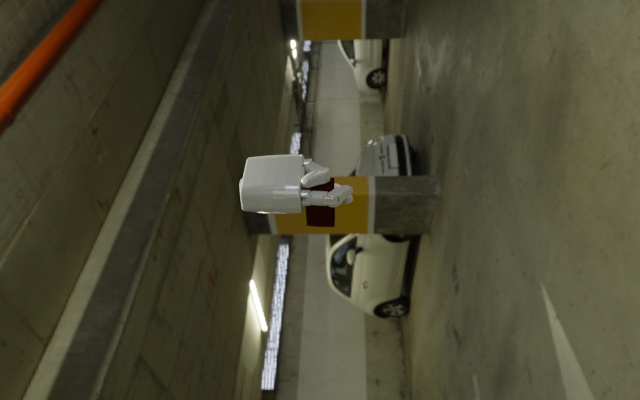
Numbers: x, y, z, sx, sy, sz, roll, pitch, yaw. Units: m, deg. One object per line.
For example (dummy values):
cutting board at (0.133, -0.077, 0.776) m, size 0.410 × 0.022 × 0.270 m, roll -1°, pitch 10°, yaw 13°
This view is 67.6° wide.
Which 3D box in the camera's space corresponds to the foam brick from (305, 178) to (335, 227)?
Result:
foam brick at (0.000, 0.003, 0.874) m, size 0.051 × 0.078 × 0.053 m, roll -1°, pitch 29°, yaw 4°
